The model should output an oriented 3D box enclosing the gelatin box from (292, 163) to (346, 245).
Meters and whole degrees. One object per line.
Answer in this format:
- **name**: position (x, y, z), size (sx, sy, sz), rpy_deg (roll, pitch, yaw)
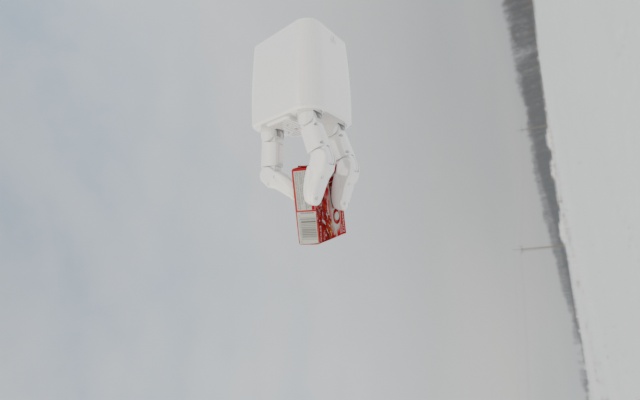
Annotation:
- **gelatin box**: position (0.000, 0.002, 0.559), size (0.030, 0.089, 0.073), rpy_deg (-3, 5, 27)
